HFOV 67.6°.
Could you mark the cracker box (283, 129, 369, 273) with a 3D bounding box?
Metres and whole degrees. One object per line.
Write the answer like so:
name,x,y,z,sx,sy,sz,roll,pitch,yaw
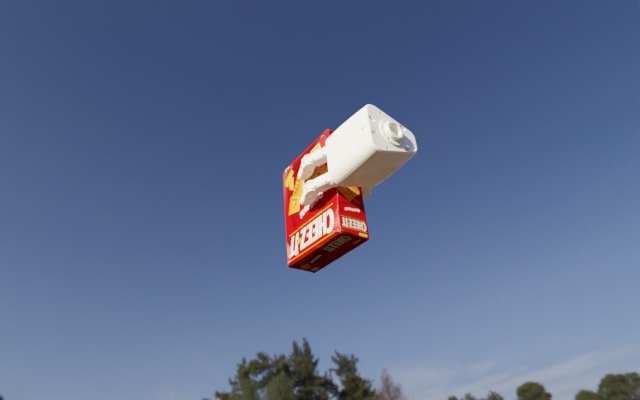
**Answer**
cracker box,0.000,0.003,0.884,0.072,0.213,0.164,16,-37,-32
